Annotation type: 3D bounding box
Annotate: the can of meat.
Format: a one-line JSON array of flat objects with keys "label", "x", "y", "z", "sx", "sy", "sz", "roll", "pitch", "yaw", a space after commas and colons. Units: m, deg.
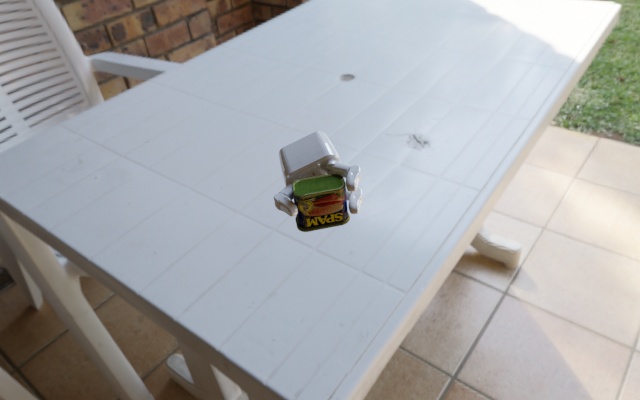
[{"label": "can of meat", "x": 0.000, "y": 0.003, "z": 0.880, "sx": 0.102, "sy": 0.084, "sz": 0.057, "roll": -10, "pitch": 39, "yaw": -5}]
